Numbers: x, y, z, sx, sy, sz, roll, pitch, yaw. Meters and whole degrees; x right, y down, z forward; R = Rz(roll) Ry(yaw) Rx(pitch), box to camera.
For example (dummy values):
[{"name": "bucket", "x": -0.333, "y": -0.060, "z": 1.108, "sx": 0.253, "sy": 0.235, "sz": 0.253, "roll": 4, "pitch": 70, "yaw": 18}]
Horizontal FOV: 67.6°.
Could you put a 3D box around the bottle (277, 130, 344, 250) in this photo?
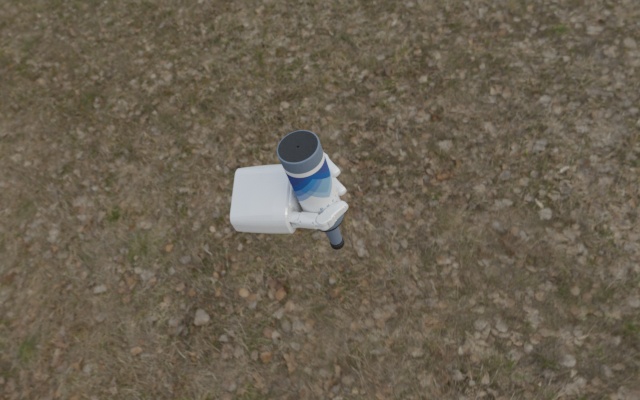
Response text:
[{"name": "bottle", "x": 0.000, "y": 0.003, "z": 0.825, "sx": 0.069, "sy": 0.069, "sz": 0.296, "roll": 0, "pitch": -34, "yaw": 16}]
